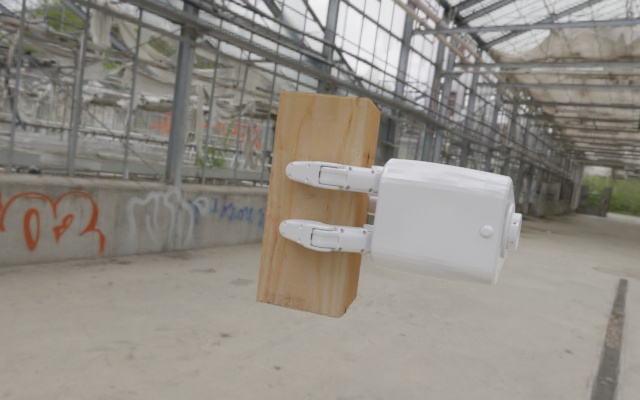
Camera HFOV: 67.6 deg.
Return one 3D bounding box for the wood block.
[{"bbox_3d":[0.001,0.002,0.492,0.090,0.206,0.091,8,4,14],"label":"wood block"}]
